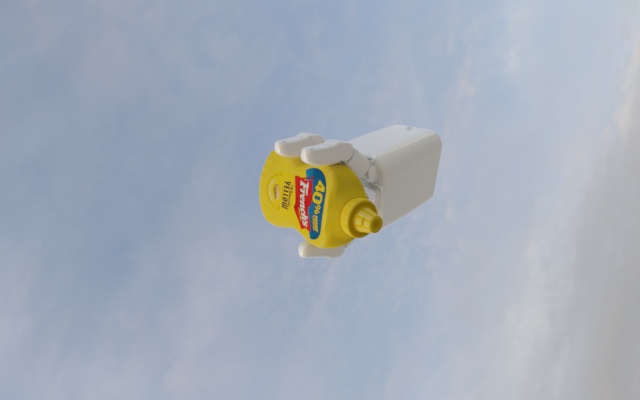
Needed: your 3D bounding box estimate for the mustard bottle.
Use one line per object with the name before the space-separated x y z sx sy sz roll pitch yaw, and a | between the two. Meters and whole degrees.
mustard bottle | 0.000 0.002 0.543 0.058 0.096 0.191 0 13 -37
